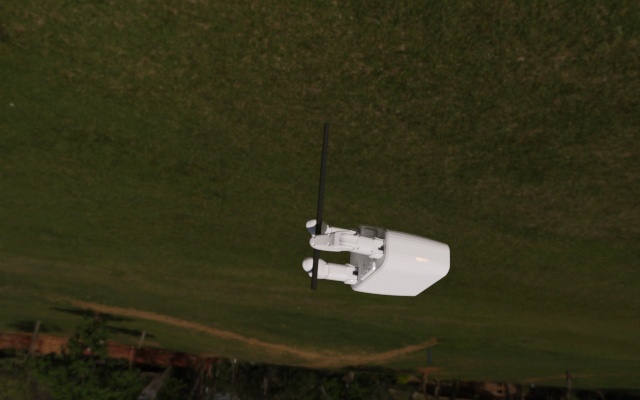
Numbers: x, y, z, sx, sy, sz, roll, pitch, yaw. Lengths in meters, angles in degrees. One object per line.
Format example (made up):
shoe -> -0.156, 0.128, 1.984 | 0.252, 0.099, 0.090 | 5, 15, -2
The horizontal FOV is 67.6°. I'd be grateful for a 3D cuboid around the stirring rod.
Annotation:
stirring rod -> 0.000, 0.002, 0.660 | 0.011, 0.239, 0.011 | 4, -18, 1
